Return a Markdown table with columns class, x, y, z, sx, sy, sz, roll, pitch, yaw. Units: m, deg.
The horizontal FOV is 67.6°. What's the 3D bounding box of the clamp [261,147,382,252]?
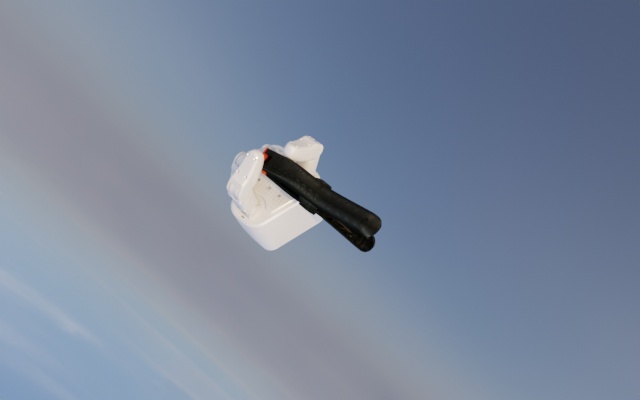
| class | x | y | z | sx | sy | sz | roll | pitch | yaw |
| --- | --- | --- | --- | --- | --- | --- | --- | --- | --- |
| clamp | 0.000 | 0.002 | 0.550 | 0.171 | 0.039 | 0.120 | 37 | -16 | 20 |
